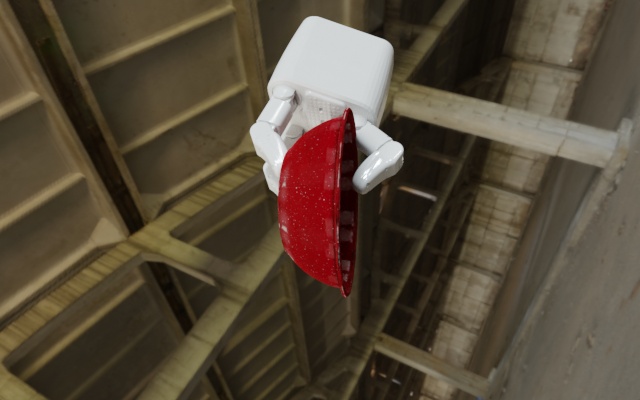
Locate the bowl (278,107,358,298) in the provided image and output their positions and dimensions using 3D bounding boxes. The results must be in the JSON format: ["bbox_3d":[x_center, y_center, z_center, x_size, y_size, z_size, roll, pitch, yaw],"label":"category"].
[{"bbox_3d":[-0.001,0.002,0.415,0.055,0.162,0.162,0,0,9],"label":"bowl"}]
